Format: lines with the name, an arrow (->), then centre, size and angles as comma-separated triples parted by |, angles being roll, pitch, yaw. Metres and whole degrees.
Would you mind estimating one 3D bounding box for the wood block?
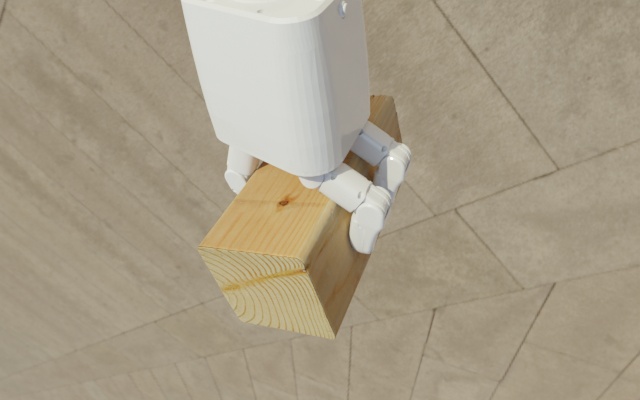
wood block -> 0.000, 0.001, 0.413 | 0.091, 0.090, 0.206 | 3, 42, 28
